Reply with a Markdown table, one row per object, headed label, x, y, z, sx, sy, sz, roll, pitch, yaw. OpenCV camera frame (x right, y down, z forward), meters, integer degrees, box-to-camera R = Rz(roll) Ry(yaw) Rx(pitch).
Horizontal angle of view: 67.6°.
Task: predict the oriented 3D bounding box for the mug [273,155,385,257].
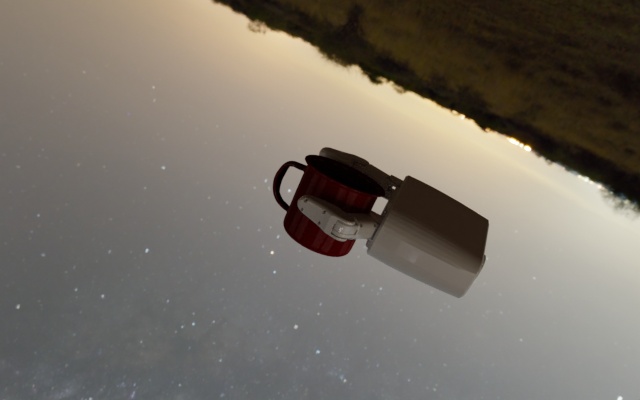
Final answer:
| label | x | y | z | sx | sy | sz | roll | pitch | yaw |
| --- | --- | --- | --- | --- | --- | --- | --- | --- | --- |
| mug | -0.001 | 0.001 | 0.517 | 0.117 | 0.081 | 0.093 | 28 | 17 | 9 |
